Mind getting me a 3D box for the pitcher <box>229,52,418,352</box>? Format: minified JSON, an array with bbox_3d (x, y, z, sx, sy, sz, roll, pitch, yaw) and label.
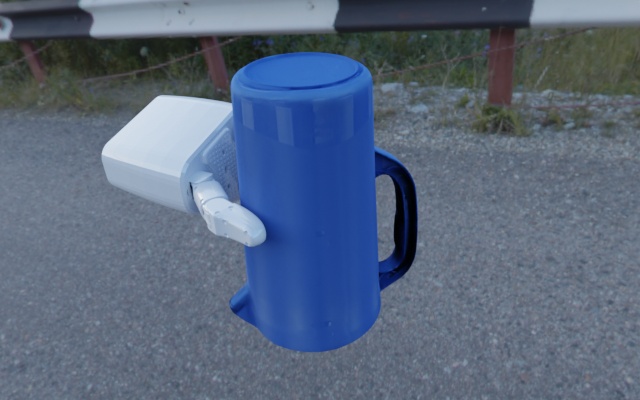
[{"bbox_3d":[0.000,0.001,0.424,0.145,0.243,0.149,15,36,26],"label":"pitcher"}]
